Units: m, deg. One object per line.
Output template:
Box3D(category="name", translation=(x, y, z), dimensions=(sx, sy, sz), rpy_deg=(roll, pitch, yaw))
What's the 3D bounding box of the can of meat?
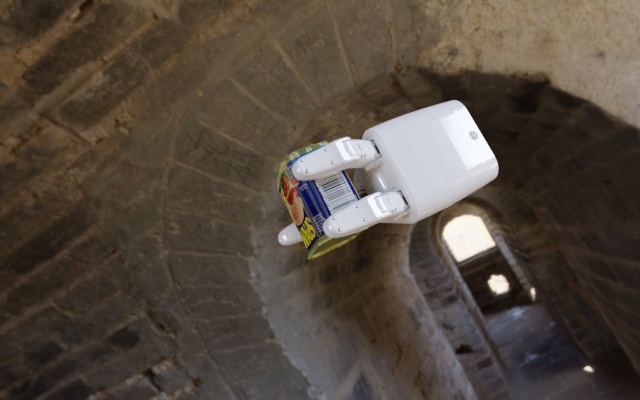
Box3D(category="can of meat", translation=(0.000, 0.001, 0.454), dimensions=(0.057, 0.084, 0.102), rpy_deg=(-24, -11, -14))
